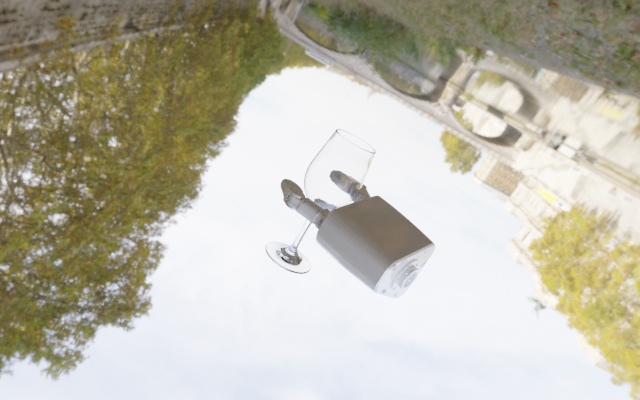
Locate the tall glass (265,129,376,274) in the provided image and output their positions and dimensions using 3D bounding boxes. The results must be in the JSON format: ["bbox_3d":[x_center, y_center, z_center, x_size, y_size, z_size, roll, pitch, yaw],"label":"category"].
[{"bbox_3d":[0.000,0.003,0.666,0.079,0.201,0.079,27,19,-10],"label":"tall glass"}]
